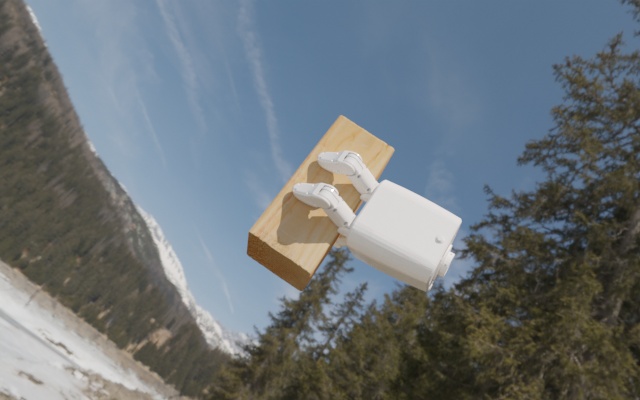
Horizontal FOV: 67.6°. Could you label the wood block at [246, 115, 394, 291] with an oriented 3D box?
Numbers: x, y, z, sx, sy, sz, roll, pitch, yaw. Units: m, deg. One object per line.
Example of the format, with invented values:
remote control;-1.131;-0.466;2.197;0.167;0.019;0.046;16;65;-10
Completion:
wood block;0.000;0.002;0.626;0.090;0.206;0.091;33;-26;6
